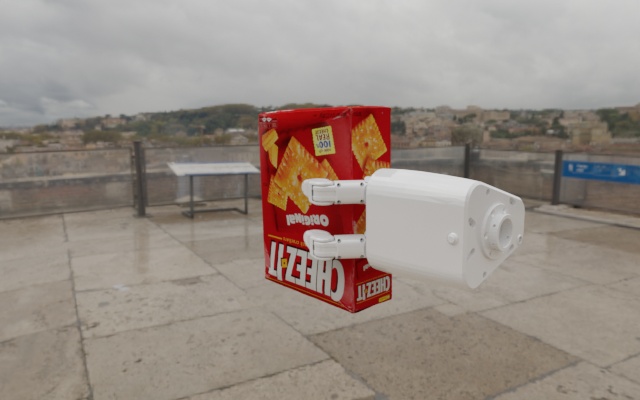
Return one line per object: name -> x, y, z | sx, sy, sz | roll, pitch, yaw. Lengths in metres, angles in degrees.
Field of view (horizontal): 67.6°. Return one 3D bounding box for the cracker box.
cracker box -> 0.000, 0.002, 0.553 | 0.072, 0.214, 0.164 | -9, 12, -41
